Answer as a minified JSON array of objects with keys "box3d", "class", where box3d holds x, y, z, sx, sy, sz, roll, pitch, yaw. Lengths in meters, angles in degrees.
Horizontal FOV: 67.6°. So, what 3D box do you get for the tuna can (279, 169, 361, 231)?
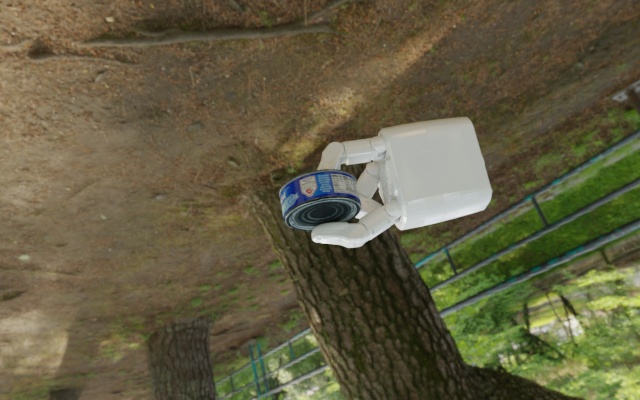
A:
[{"box3d":[0.000,0.002,0.514,0.086,0.033,0.086,-9,-25,-4],"class":"tuna can"}]
